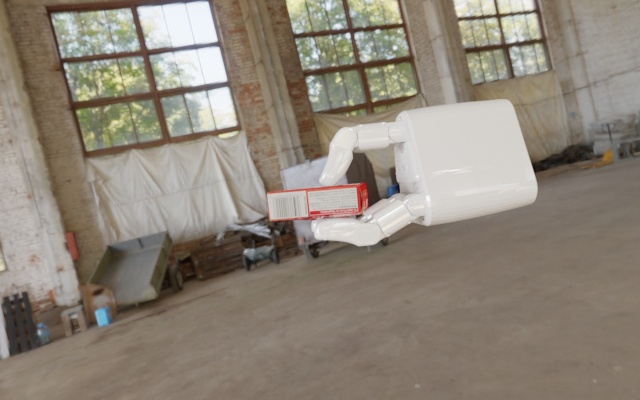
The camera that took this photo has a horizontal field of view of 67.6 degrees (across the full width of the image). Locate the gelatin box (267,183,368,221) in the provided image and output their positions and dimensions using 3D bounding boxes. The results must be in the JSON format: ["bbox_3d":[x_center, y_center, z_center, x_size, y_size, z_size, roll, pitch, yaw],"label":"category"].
[{"bbox_3d":[0.000,0.001,0.466,0.089,0.030,0.073,-5,2,9],"label":"gelatin box"}]
